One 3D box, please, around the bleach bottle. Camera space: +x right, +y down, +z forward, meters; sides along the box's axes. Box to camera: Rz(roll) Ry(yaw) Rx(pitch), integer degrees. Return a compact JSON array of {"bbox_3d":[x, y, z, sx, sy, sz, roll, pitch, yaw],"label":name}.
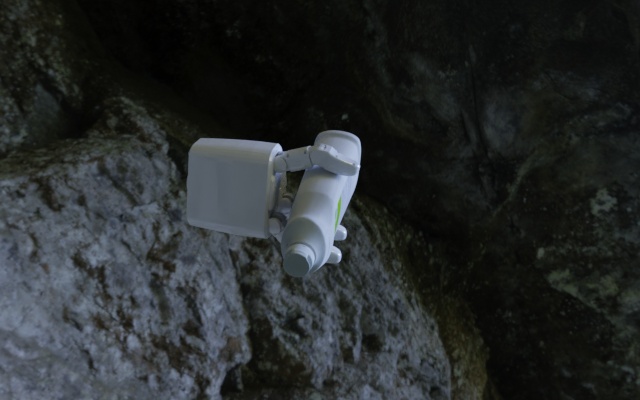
[{"bbox_3d":[0.000,0.002,0.584,0.068,0.103,0.250,7,28,9],"label":"bleach bottle"}]
